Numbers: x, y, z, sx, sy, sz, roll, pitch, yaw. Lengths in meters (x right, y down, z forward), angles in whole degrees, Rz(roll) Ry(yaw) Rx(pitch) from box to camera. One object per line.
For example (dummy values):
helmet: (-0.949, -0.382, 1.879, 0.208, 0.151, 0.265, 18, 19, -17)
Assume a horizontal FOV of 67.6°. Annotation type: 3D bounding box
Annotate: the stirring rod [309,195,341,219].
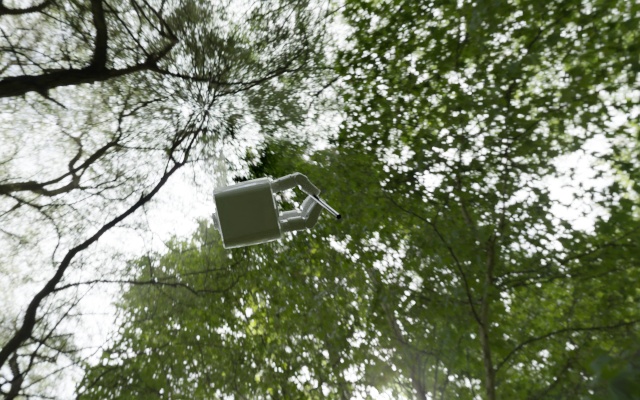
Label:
stirring rod: (0.000, 0.003, 0.851, 0.011, 0.011, 0.239, 0, 11, -14)
